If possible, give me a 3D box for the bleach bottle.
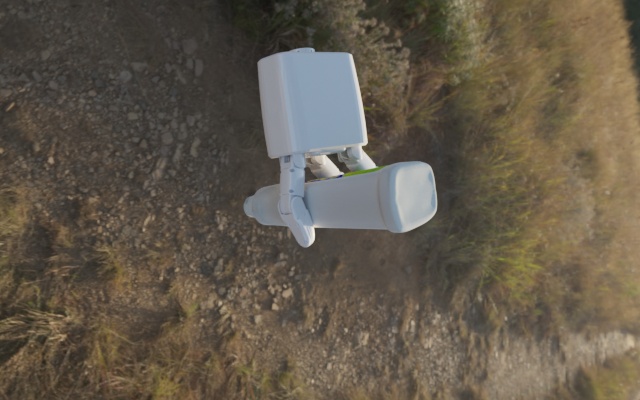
[{"bbox_3d":[0.000,0.002,0.558,0.251,0.068,0.102,-5,6,38],"label":"bleach bottle"}]
